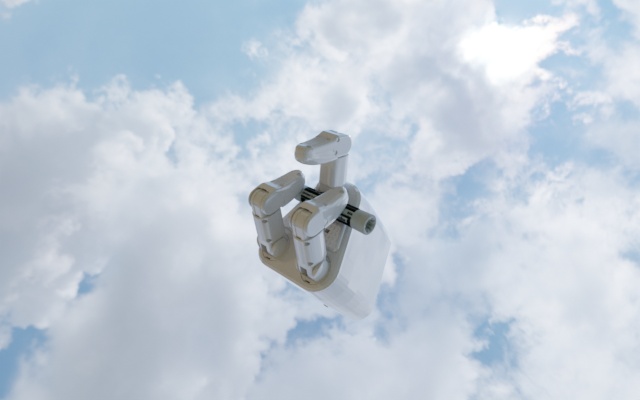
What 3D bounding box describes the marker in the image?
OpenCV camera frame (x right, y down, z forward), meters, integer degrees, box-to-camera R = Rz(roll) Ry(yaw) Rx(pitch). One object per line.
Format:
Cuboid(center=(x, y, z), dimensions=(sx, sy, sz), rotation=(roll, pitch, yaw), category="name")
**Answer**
Cuboid(center=(0.000, 0.001, 0.449), dimensions=(0.121, 0.020, 0.020), rotation=(25, 16, 38), category="marker")
